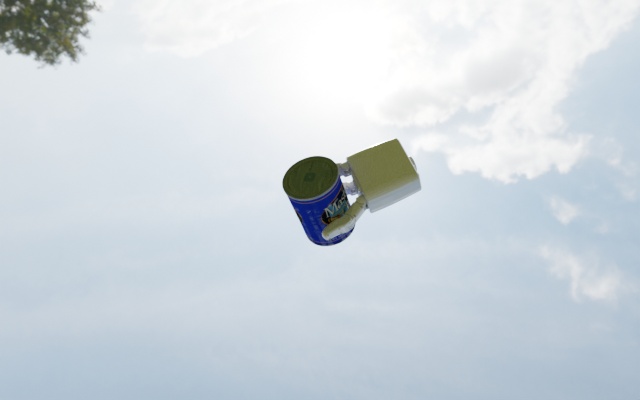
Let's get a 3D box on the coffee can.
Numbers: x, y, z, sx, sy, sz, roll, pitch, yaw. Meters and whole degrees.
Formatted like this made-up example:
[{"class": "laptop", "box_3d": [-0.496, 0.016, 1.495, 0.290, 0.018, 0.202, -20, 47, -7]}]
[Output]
[{"class": "coffee can", "box_3d": [0.000, 0.003, 0.880, 0.103, 0.102, 0.140, 0, -40, 21]}]
